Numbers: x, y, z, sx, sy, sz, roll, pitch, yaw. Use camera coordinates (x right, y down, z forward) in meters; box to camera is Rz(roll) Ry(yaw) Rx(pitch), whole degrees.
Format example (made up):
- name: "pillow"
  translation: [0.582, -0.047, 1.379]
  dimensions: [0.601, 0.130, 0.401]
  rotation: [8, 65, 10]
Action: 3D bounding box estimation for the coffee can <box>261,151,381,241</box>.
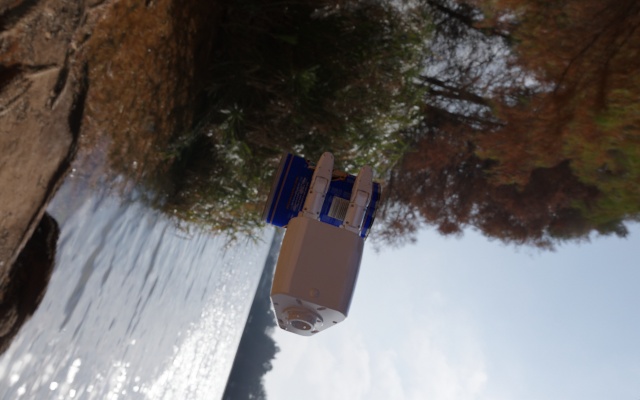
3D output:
- name: "coffee can"
  translation: [0.000, 0.002, 0.663]
  dimensions: [0.140, 0.103, 0.103]
  rotation: [18, -1, -4]
